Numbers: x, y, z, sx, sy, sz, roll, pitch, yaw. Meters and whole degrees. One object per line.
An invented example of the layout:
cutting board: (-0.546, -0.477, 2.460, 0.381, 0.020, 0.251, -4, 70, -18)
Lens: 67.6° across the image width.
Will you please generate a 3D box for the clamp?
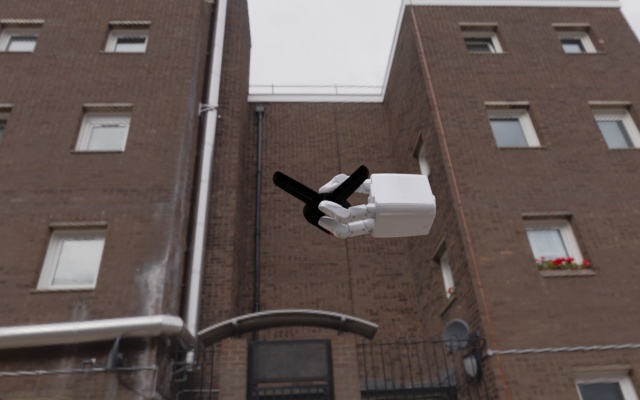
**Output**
clamp: (0.000, 0.002, 0.885, 0.164, 0.036, 0.210, 1, -32, 1)
